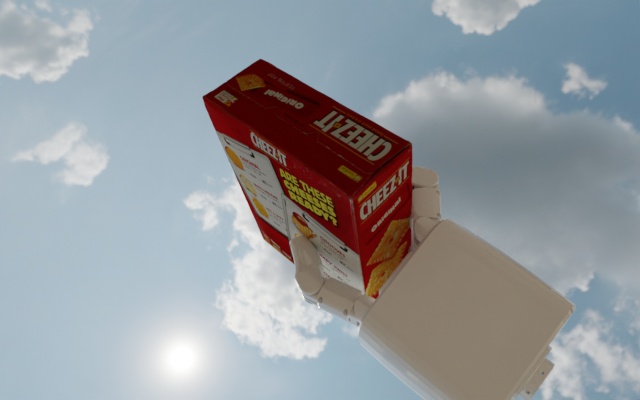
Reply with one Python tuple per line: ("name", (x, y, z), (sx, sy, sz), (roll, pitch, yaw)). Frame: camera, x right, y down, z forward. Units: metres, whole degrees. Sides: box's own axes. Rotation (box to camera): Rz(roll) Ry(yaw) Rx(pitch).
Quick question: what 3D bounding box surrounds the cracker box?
("cracker box", (0.000, 0.002, 0.429), (0.164, 0.072, 0.214), (35, -24, 30))
